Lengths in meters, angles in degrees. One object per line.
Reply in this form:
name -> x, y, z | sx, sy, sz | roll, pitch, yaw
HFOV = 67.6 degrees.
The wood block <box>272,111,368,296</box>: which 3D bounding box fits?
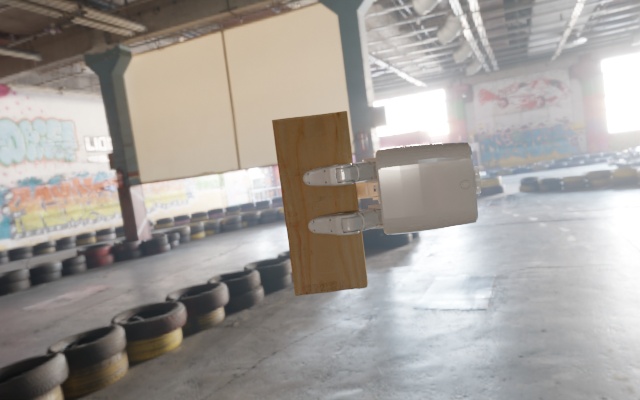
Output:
wood block -> 0.000, 0.002, 0.593 | 0.090, 0.206, 0.091 | -7, 5, 1
